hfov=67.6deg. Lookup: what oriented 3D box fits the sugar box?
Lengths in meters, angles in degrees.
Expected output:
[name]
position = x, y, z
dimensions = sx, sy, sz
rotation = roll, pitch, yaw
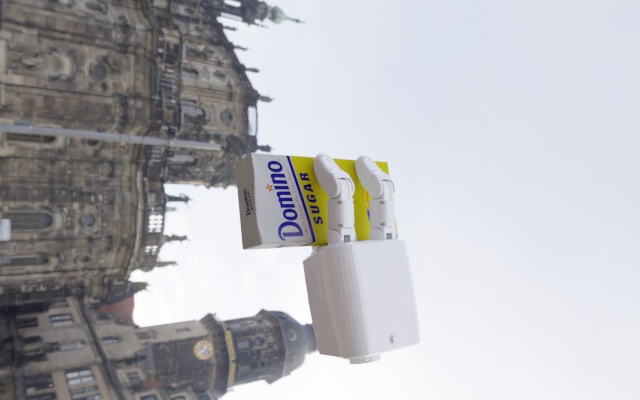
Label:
[sugar box]
position = 0.000, 0.002, 0.513
dimensions = 0.176, 0.093, 0.048
rotation = 0, -13, -36
